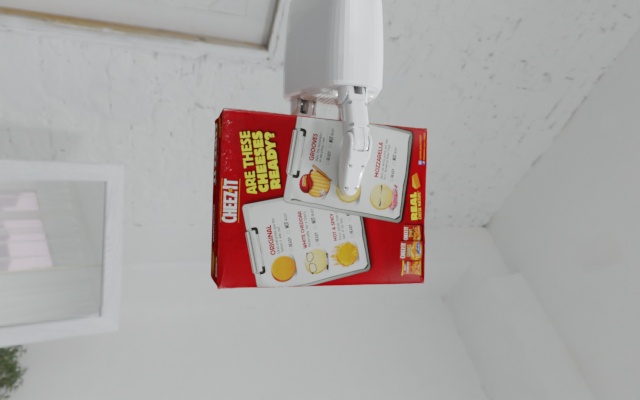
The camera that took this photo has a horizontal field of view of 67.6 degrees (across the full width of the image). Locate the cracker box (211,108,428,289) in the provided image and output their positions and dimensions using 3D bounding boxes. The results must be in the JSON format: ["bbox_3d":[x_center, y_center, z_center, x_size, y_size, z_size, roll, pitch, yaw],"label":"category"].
[{"bbox_3d":[0.000,0.002,0.488,0.214,0.164,0.072,2,-2,-19],"label":"cracker box"}]
